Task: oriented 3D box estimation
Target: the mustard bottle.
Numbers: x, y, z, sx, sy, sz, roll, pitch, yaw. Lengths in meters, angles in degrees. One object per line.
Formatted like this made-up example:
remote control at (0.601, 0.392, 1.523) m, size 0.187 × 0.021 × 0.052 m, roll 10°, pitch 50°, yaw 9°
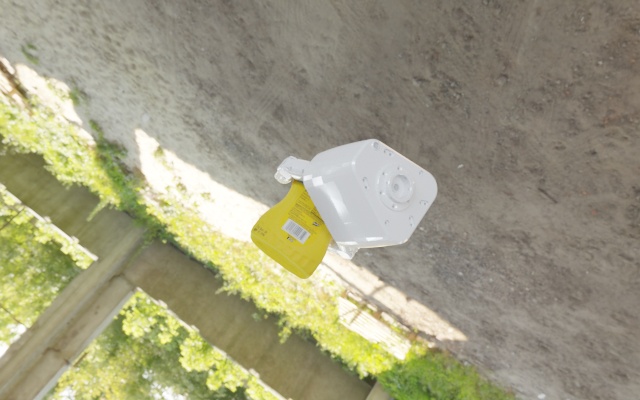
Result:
mustard bottle at (0.000, 0.002, 0.632) m, size 0.096 × 0.191 × 0.058 m, roll 36°, pitch -22°, yaw 5°
